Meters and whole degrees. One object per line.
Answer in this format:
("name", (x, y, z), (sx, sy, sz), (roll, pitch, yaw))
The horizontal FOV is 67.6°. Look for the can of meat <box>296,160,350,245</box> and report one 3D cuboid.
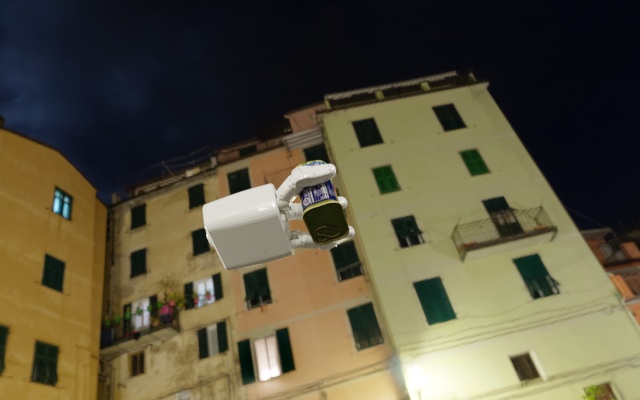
("can of meat", (0.000, 0.002, 0.702), (0.057, 0.084, 0.102), (-18, -36, 2))
